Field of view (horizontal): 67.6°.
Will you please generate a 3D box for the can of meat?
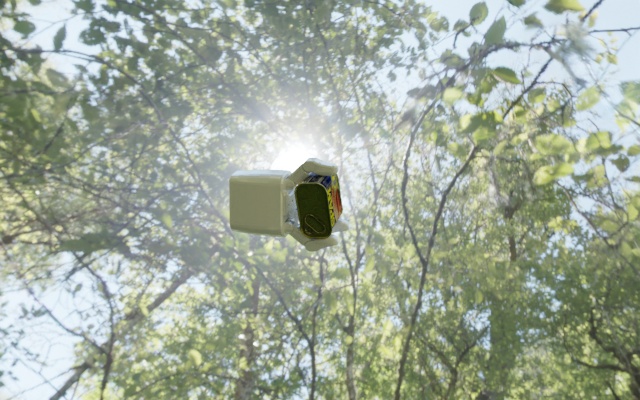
[{"bbox_3d":[0.000,0.002,0.825,0.057,0.102,0.084,0,23,19],"label":"can of meat"}]
